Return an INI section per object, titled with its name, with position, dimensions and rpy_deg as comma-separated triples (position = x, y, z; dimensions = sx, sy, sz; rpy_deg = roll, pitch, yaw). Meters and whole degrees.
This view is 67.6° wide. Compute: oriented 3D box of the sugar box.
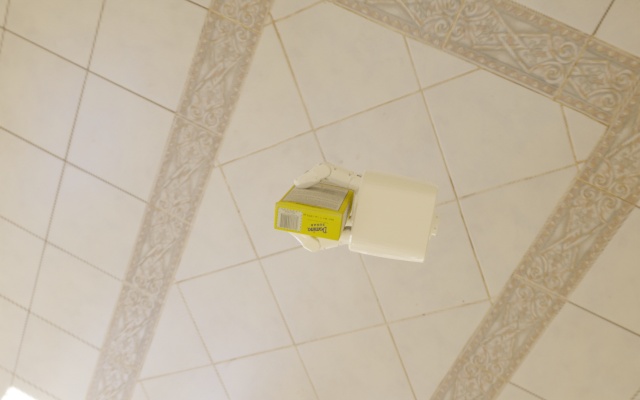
[sugar box]
position = 0.000, 0.003, 0.709
dimensions = 0.093, 0.048, 0.176
rpy_deg = 11, 17, 10
